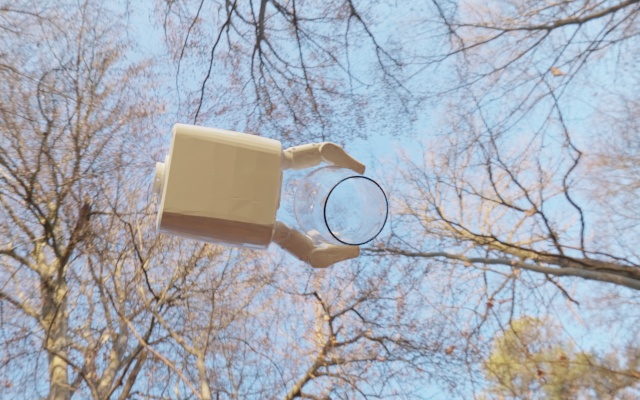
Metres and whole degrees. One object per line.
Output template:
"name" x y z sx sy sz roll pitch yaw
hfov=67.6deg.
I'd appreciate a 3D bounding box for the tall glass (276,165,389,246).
"tall glass" 0.000 0.002 0.508 0.079 0.079 0.201 0 4 -19
